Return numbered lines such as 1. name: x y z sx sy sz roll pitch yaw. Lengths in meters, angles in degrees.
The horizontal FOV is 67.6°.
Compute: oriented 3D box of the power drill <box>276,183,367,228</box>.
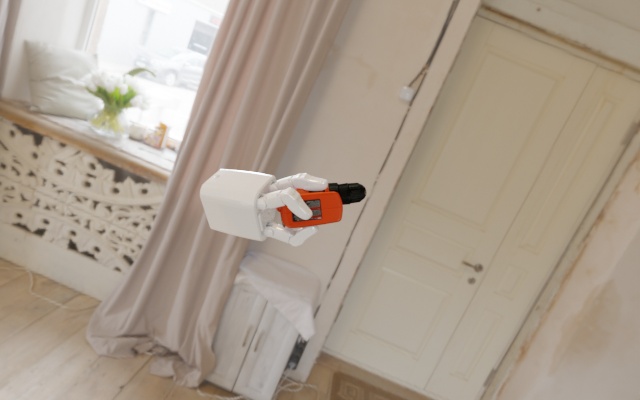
1. power drill: 0.000 0.003 0.884 0.184 0.057 0.187 -8 6 1
